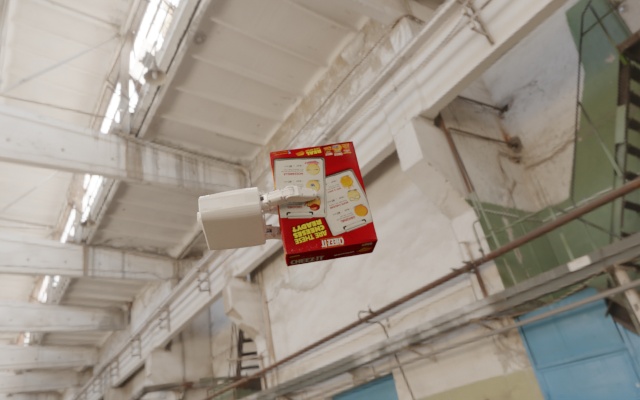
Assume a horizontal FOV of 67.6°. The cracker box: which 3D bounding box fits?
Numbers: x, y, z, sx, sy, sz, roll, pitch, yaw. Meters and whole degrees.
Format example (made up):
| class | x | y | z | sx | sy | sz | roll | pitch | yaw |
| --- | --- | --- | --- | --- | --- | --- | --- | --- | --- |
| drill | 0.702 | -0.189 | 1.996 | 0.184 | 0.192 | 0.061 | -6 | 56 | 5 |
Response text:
| class | x | y | z | sx | sy | sz | roll | pitch | yaw |
| --- | --- | --- | --- | --- | --- | --- | --- | --- | --- |
| cracker box | 0.000 | 0.003 | 0.888 | 0.164 | 0.213 | 0.072 | -8 | -27 | -6 |
